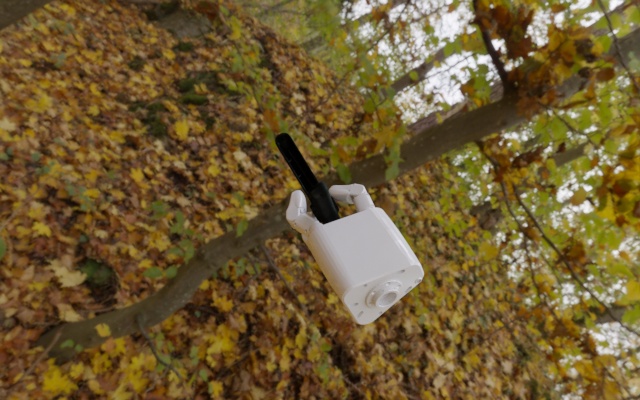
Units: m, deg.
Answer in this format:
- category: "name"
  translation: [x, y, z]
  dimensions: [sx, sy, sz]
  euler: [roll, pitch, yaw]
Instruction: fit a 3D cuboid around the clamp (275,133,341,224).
- category: "clamp"
  translation: [0.001, 0.002, 0.706]
  dimensions: [0.036, 0.210, 0.164]
  euler: [-31, 45, -2]
